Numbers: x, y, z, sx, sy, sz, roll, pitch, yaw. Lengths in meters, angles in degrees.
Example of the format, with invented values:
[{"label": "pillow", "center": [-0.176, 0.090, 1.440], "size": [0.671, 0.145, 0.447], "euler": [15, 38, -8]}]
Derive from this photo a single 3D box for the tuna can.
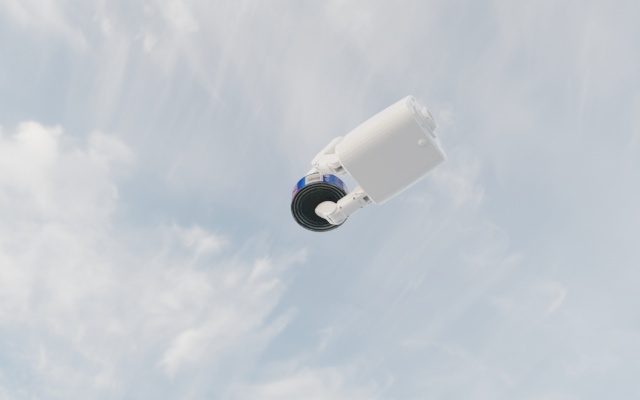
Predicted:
[{"label": "tuna can", "center": [0.000, 0.002, 0.694], "size": [0.086, 0.086, 0.033], "euler": [0, 33, -1]}]
